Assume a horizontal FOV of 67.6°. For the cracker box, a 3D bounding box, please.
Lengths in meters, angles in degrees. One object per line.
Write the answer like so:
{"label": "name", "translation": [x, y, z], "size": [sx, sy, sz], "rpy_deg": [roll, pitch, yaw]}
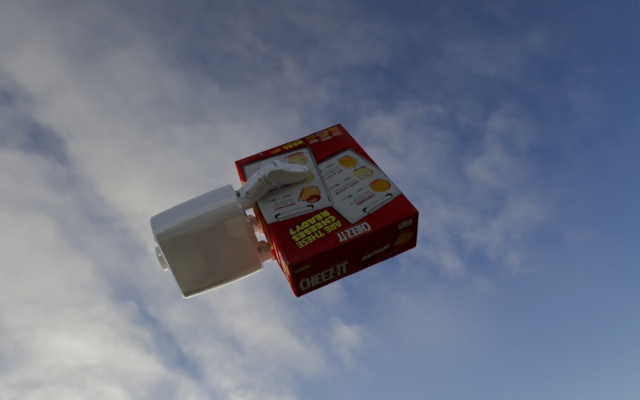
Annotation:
{"label": "cracker box", "translation": [0.000, 0.002, 0.617], "size": [0.164, 0.072, 0.213], "rpy_deg": [-21, 44, -12]}
